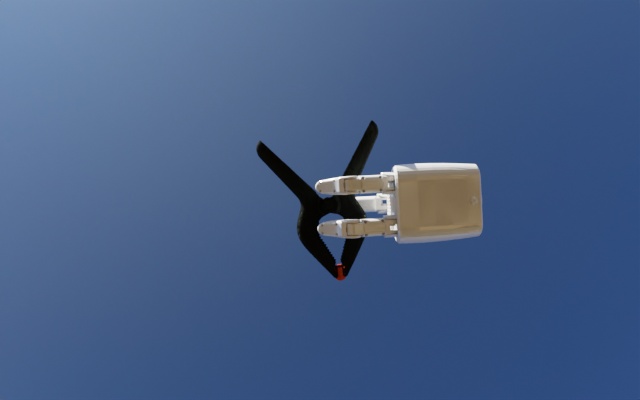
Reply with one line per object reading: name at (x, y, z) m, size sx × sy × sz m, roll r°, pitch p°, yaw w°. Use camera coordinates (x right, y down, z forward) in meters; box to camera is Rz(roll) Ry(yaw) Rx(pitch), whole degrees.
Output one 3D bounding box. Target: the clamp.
clamp at (0.000, 0.003, 0.642) m, size 0.164 × 0.210 × 0.036 m, roll -3°, pitch 1°, yaw 3°
